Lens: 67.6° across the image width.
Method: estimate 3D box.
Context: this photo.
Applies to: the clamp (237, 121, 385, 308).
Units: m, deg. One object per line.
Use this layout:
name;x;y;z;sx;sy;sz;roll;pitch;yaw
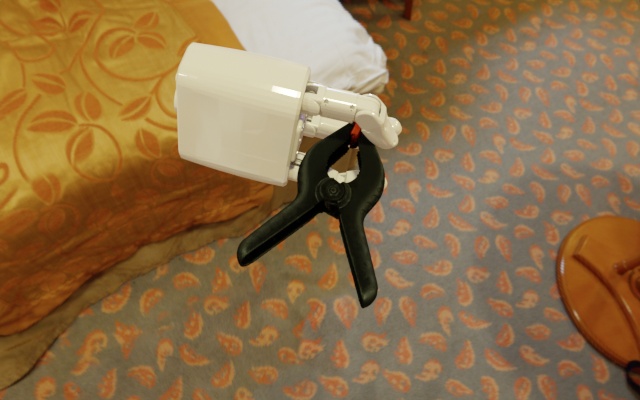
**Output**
clamp;0.000;0.001;0.421;0.120;0.171;0.039;12;-27;-1
